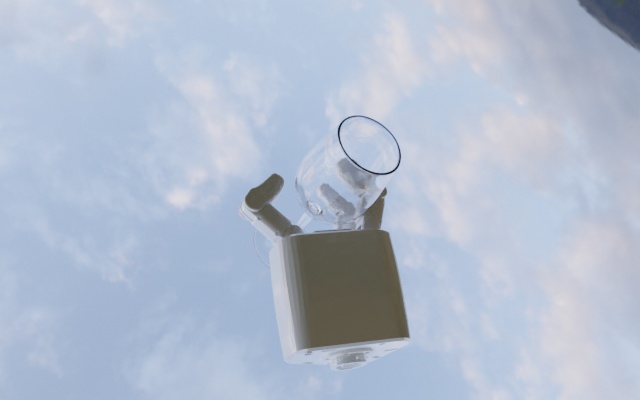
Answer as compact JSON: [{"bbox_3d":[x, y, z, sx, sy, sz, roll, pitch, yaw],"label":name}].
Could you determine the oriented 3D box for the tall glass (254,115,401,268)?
[{"bbox_3d":[0.000,0.002,0.477,0.079,0.079,0.201,0,-30,-29],"label":"tall glass"}]
